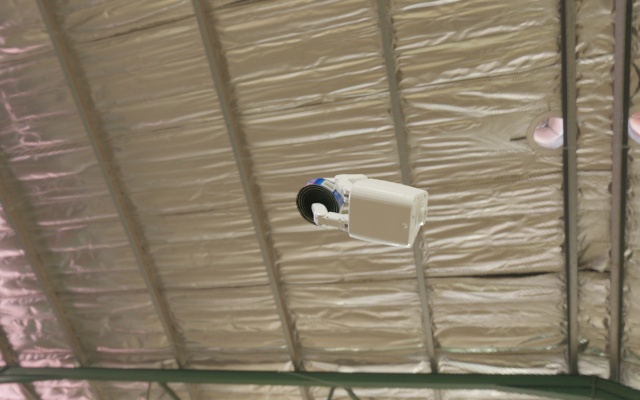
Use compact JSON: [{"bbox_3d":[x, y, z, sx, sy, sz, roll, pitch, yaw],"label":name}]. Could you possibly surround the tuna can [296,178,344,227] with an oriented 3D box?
[{"bbox_3d":[0.000,0.003,0.882,0.086,0.086,0.033,0,26,26],"label":"tuna can"}]
